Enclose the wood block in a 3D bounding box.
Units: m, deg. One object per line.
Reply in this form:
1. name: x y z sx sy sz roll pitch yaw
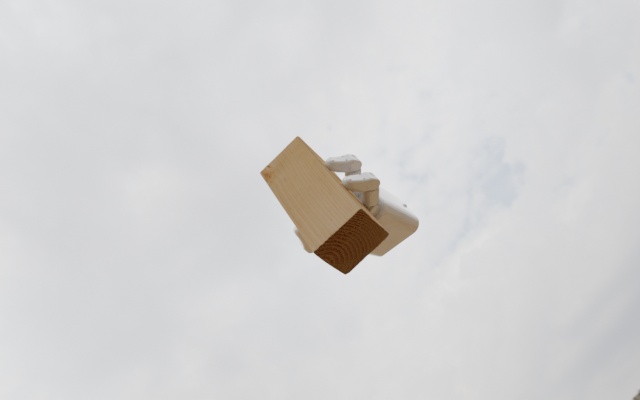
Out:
1. wood block: 0.000 0.003 0.734 0.090 0.091 0.206 40 8 -45
